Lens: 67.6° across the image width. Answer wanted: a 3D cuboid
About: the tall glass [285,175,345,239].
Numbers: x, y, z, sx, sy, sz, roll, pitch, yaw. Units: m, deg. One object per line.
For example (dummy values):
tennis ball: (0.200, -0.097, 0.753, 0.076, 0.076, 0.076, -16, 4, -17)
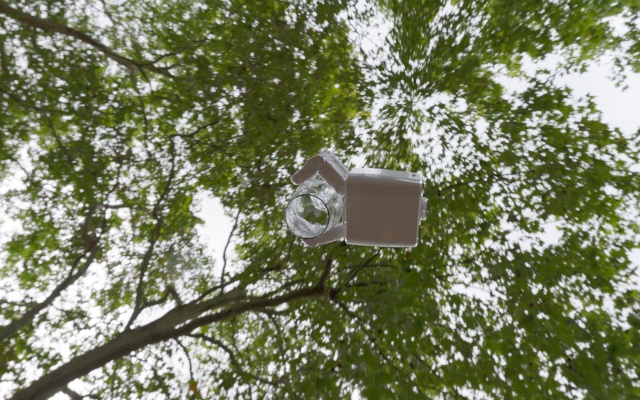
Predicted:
tall glass: (0.000, 0.002, 0.728, 0.079, 0.079, 0.201, 0, 11, 11)
